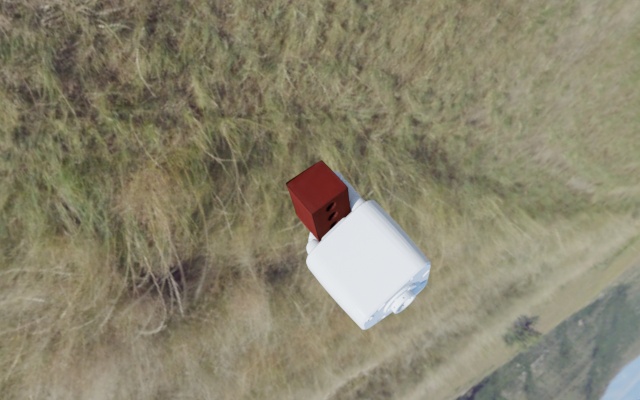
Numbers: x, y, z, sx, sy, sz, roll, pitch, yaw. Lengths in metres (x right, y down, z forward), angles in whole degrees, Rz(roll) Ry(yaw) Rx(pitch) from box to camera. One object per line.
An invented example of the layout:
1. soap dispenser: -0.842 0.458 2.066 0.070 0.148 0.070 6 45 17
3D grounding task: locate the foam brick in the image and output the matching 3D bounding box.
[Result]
1. foam brick: 0.000 0.002 0.563 0.053 0.051 0.078 -35 -28 -12
